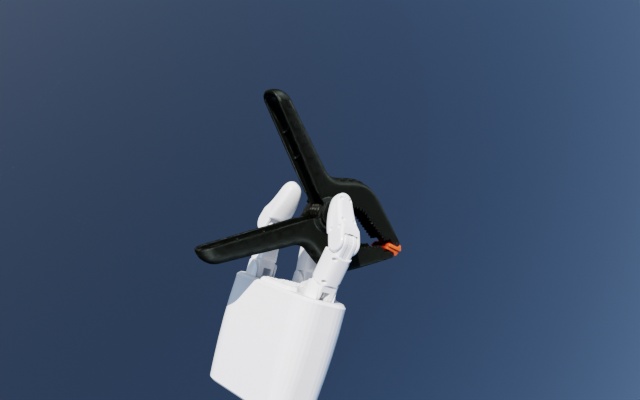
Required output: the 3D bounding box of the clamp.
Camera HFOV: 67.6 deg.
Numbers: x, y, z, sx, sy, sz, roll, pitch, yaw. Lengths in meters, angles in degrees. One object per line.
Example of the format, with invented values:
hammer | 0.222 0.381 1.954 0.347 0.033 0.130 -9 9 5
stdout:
clamp | 0.001 0.002 0.461 0.210 0.164 0.036 20 -6 -32
